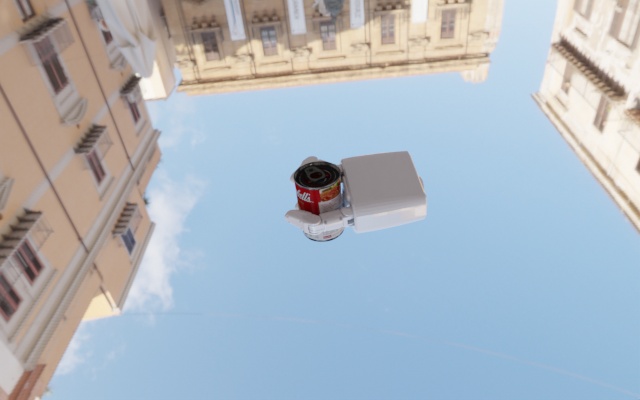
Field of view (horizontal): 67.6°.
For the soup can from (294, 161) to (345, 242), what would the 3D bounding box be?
[{"bbox_3d":[0.000,0.003,0.708,0.068,0.102,0.068,-4,37,3],"label":"soup can"}]
